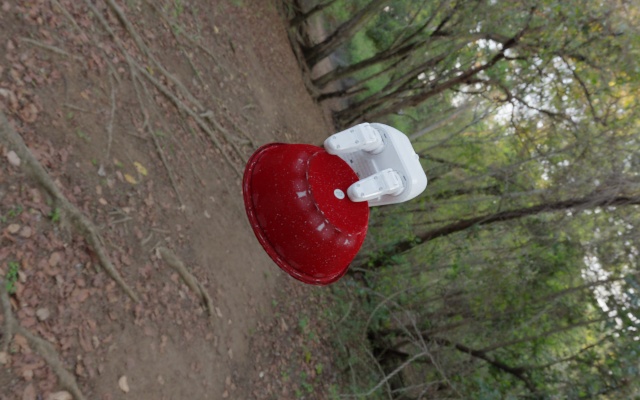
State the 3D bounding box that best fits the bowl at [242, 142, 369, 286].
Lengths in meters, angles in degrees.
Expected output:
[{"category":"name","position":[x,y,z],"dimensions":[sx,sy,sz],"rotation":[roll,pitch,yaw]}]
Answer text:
[{"category":"bowl","position":[0.000,0.002,0.488],"dimensions":[0.055,0.162,0.162],"rotation":[-28,-18,36]}]
